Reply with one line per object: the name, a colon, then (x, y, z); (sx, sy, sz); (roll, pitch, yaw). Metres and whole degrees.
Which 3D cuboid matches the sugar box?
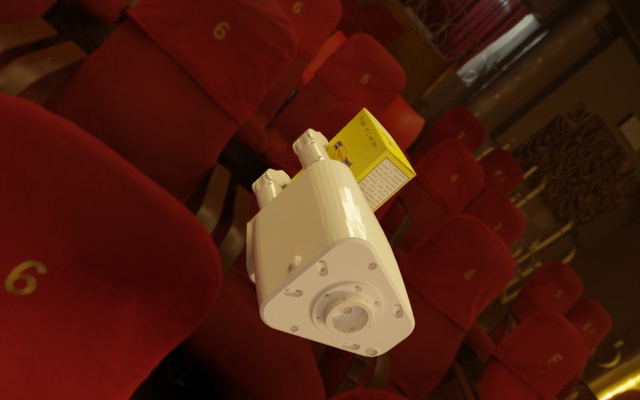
sugar box: (0.000, 0.001, 0.454); (0.048, 0.176, 0.093); (40, 18, -27)
